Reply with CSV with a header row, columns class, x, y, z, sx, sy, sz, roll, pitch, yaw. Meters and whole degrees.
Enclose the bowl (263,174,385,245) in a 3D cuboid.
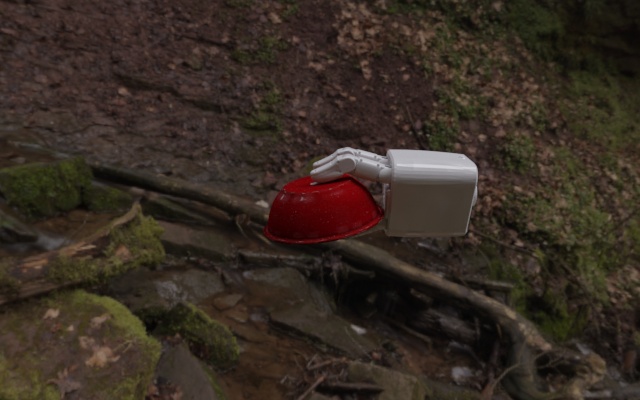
class,x,y,z,sx,sy,sz,roll,pitch,yaw
bowl,-0.001,0.002,0.622,0.162,0.055,0.162,-9,16,3
